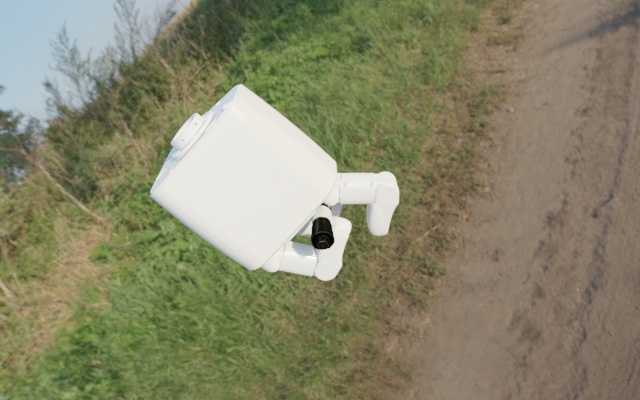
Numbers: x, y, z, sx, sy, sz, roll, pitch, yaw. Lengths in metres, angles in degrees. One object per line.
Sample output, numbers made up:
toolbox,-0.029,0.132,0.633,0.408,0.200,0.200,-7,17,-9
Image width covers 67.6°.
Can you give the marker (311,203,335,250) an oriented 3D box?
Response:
marker,0.000,0.001,0.416,0.020,0.020,0.121,0,34,-2
